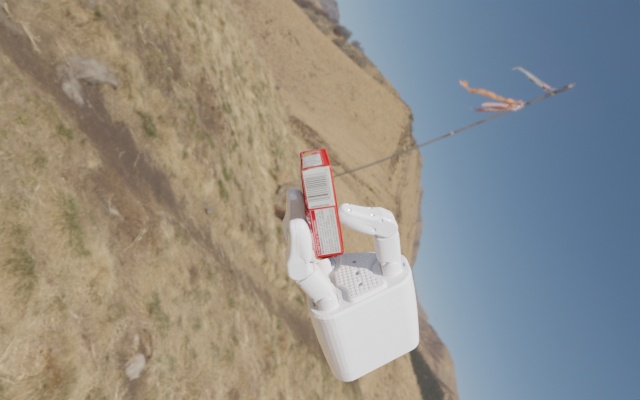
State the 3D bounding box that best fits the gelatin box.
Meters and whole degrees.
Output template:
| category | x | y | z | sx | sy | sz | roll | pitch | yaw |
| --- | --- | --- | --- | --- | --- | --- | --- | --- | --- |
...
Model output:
| category | x | y | z | sx | sy | sz | roll | pitch | yaw |
| --- | --- | --- | --- | --- | --- | --- | --- | --- | --- |
| gelatin box | 0.000 | 0.001 | 0.459 | 0.030 | 0.089 | 0.073 | -9 | 18 | 0 |
